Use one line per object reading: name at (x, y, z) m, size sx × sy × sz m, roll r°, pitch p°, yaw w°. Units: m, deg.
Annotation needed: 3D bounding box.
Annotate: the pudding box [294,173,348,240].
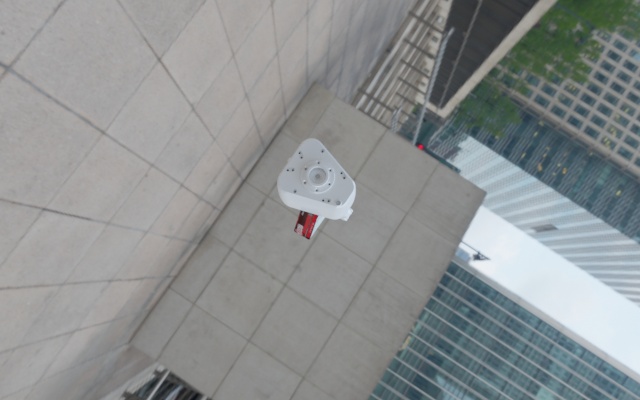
pudding box at (0.000, 0.003, 0.852) m, size 0.039 × 0.113 × 0.090 m, roll 32°, pitch -36°, yaw 8°
